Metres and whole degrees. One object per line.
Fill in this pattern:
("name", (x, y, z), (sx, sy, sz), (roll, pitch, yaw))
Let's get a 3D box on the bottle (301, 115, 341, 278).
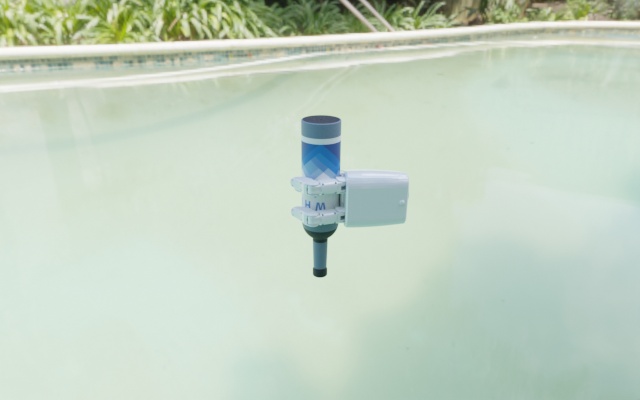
("bottle", (0.000, 0.003, 0.840), (0.069, 0.296, 0.069), (0, 23, 0))
